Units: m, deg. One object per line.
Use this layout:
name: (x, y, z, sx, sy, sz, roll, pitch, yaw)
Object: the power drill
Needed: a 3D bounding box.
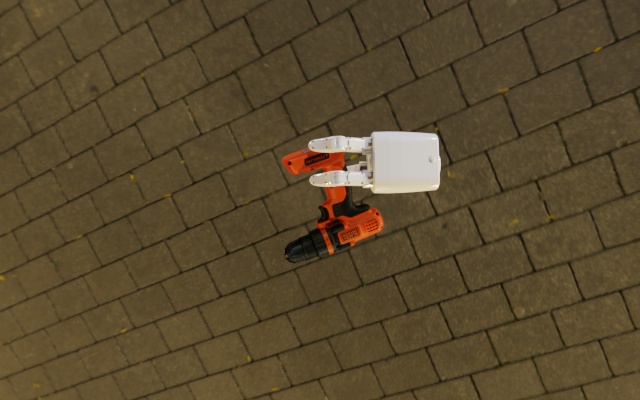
power drill: (0.000, 0.002, 0.823, 0.184, 0.188, 0.057, -22, 17, -8)
